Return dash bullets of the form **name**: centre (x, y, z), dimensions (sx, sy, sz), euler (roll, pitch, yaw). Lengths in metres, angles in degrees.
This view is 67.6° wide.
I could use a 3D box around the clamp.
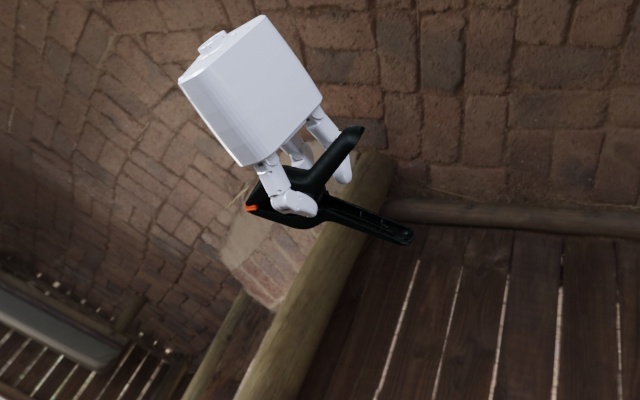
- **clamp**: centre (-0.001, 0.002, 0.563), dimensions (0.210, 0.165, 0.036), euler (-12, 36, 38)
